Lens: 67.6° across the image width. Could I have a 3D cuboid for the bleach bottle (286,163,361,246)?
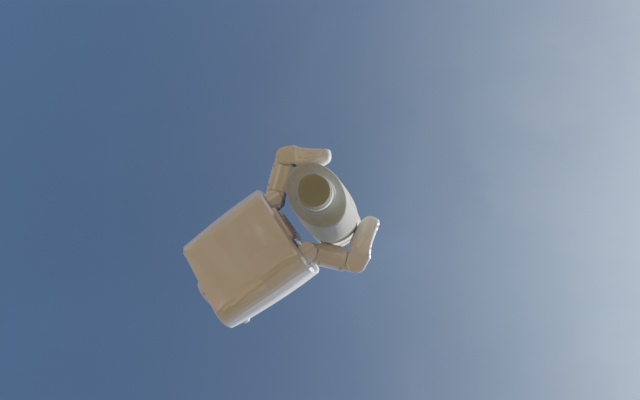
[{"bbox_3d":[0.000,0.002,0.522,0.068,0.102,0.251,-36,-9,-1],"label":"bleach bottle"}]
